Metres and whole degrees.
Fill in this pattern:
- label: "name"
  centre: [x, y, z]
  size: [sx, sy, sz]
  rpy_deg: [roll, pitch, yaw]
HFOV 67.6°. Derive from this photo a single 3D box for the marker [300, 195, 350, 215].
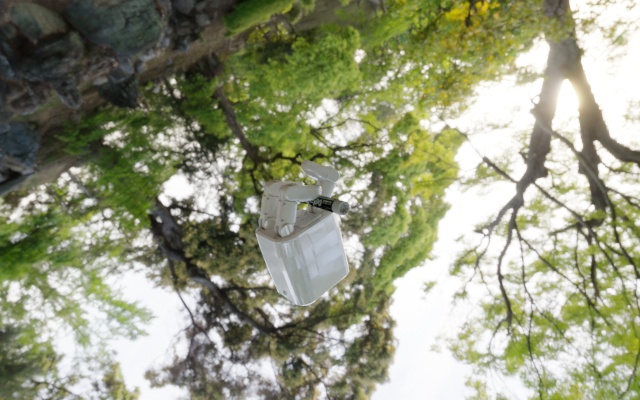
- label: "marker"
  centre: [0.000, 0.002, 0.659]
  size: [0.020, 0.020, 0.121]
  rpy_deg: [0, 8, -30]
